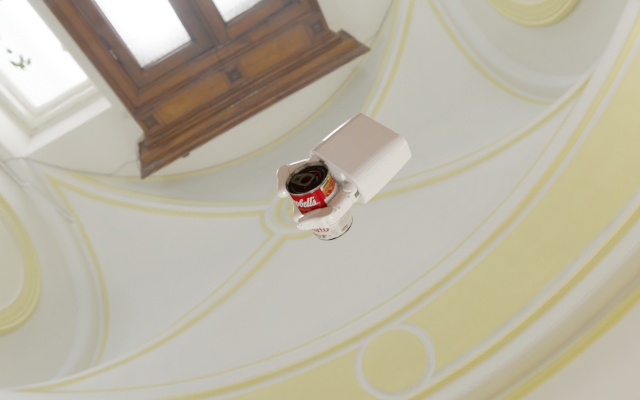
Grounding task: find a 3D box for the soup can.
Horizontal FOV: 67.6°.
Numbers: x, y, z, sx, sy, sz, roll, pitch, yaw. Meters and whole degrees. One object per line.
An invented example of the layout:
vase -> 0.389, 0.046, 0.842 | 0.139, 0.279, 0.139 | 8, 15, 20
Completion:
soup can -> 0.000, 0.003, 0.708 | 0.068, 0.068, 0.102 | 0, -44, 33
